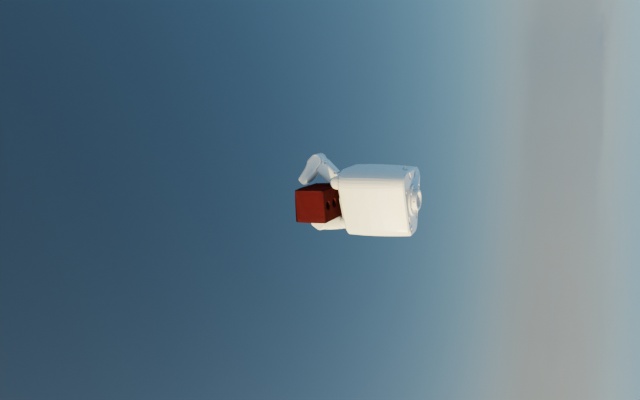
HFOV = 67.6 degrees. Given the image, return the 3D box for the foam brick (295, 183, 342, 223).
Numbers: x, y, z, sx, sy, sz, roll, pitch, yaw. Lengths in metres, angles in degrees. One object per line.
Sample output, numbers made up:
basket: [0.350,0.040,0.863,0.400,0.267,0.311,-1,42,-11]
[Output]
foam brick: [0.000,0.003,0.765,0.051,0.053,0.078,2,13,27]
